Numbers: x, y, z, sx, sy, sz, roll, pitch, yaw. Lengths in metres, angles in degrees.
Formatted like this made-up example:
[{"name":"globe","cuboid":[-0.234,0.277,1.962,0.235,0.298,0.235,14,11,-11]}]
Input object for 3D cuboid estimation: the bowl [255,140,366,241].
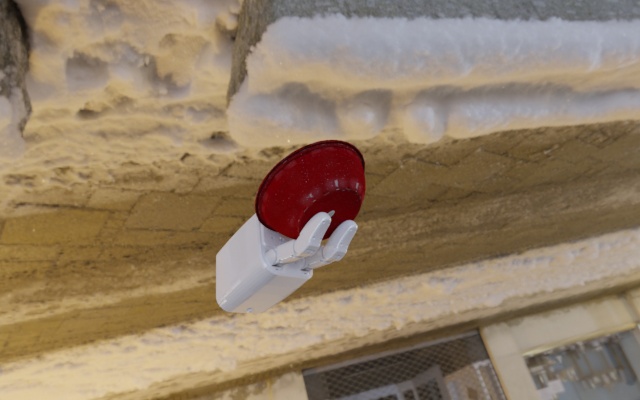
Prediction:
[{"name":"bowl","cuboid":[0.001,0.001,0.614,0.162,0.162,0.055,0,42,-38]}]
